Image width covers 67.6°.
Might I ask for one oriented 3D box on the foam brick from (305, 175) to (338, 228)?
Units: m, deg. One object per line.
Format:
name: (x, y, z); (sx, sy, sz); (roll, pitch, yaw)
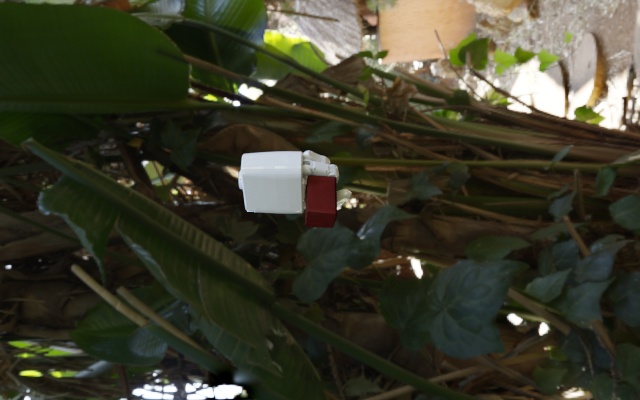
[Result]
foam brick: (0.000, 0.003, 0.834); (0.051, 0.078, 0.053); (3, -33, -6)
